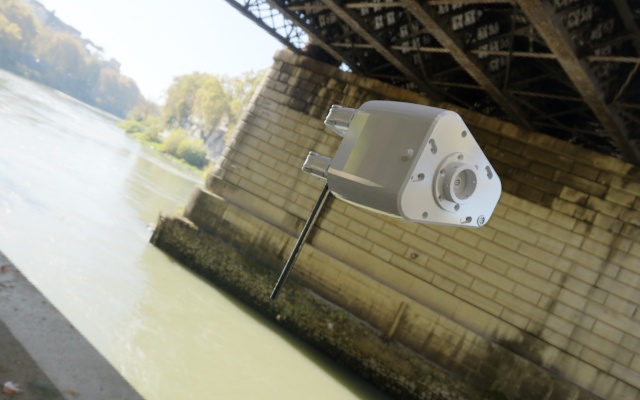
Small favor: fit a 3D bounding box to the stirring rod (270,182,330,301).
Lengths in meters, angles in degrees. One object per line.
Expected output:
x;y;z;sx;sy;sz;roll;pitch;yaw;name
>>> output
0.000;0.002;0.535;0.011;0.239;0.011;26;-1;1;stirring rod
